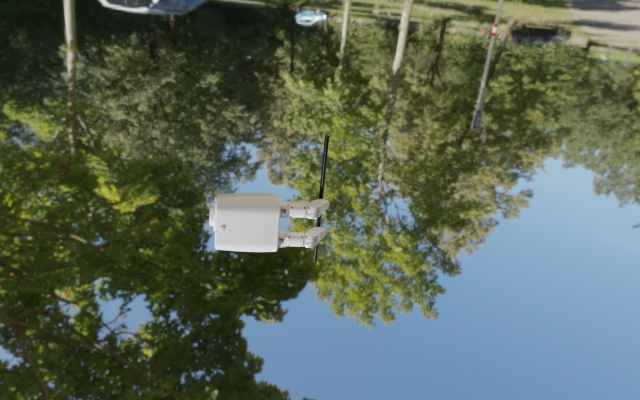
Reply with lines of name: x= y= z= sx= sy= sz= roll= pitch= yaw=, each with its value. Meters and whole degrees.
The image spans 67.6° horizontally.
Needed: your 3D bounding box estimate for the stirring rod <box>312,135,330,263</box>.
stirring rod: x=0.000 y=0.003 z=0.848 sx=0.011 sy=0.240 sz=0.011 roll=5 pitch=21 yaw=-2
